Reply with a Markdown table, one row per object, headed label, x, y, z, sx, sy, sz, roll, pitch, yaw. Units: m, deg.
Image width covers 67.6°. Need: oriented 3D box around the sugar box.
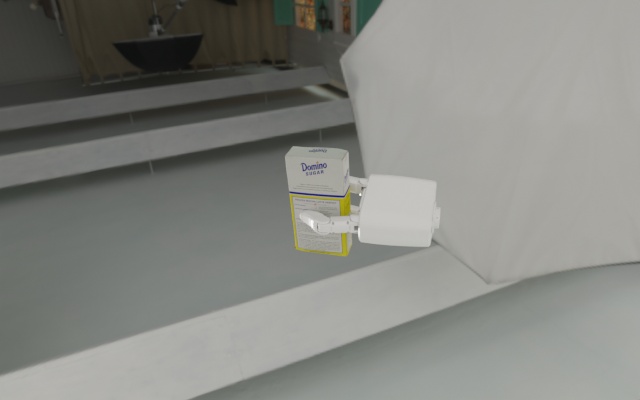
| label | x | y | z | sx | sy | sz | roll | pitch | yaw |
| --- | --- | --- | --- | --- | --- | --- | --- | --- | --- |
| sugar box | 0.000 | 0.002 | 0.765 | 0.093 | 0.176 | 0.048 | 6 | 29 | 15 |
